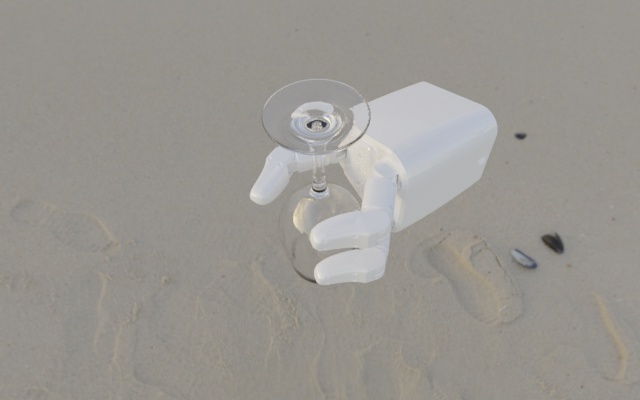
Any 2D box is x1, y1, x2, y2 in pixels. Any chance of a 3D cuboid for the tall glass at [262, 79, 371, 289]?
[{"bbox_3d":[0.000,0.001,0.402,0.079,0.079,0.201,0,-37,2],"label":"tall glass"}]
